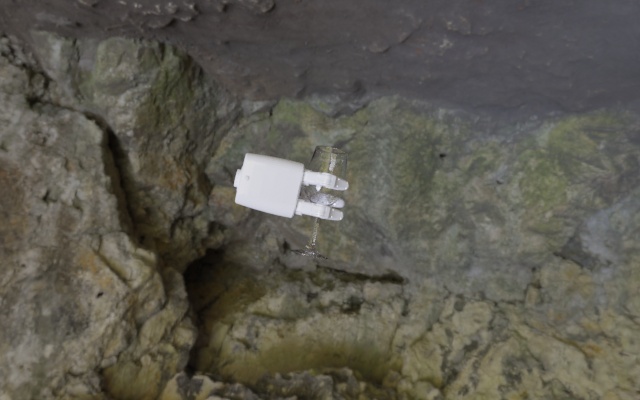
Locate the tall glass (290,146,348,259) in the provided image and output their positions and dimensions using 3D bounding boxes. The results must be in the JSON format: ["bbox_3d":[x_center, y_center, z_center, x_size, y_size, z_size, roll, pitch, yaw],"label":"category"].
[{"bbox_3d":[0.000,0.004,0.884,0.079,0.201,0.079,13,-3,1],"label":"tall glass"}]
